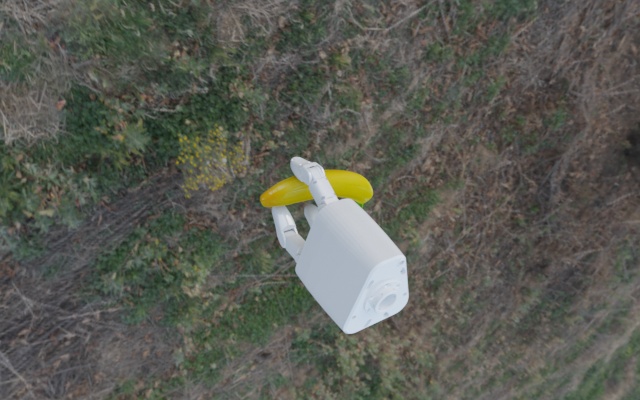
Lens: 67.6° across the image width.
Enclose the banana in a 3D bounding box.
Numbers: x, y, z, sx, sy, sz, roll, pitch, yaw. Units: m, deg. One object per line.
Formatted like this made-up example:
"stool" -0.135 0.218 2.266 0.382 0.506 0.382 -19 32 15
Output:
"banana" 0.011 -0.012 0.650 0.198 0.070 0.037 5 34 -44
